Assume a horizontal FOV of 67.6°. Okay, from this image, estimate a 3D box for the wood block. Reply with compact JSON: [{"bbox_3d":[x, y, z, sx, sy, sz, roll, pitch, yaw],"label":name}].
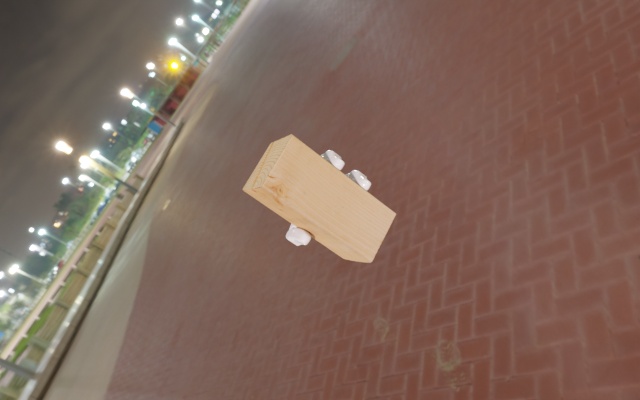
[{"bbox_3d":[0.000,0.003,0.725,0.206,0.090,0.090,35,-16,-21],"label":"wood block"}]
